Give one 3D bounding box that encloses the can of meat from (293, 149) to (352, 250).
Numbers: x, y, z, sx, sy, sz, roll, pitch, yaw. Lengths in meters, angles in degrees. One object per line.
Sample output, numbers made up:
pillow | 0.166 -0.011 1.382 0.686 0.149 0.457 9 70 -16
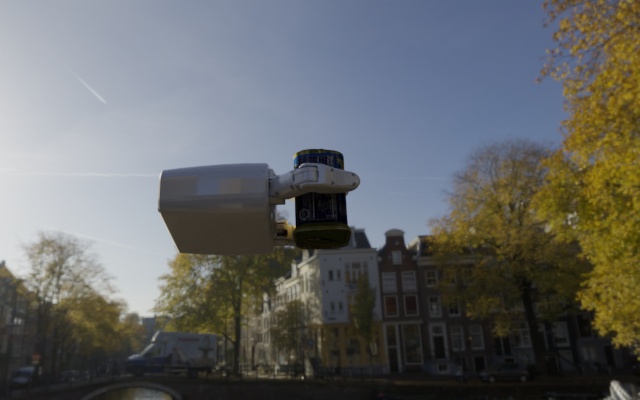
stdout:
can of meat | 0.000 0.001 0.505 0.057 0.084 0.102 -3 -16 0
